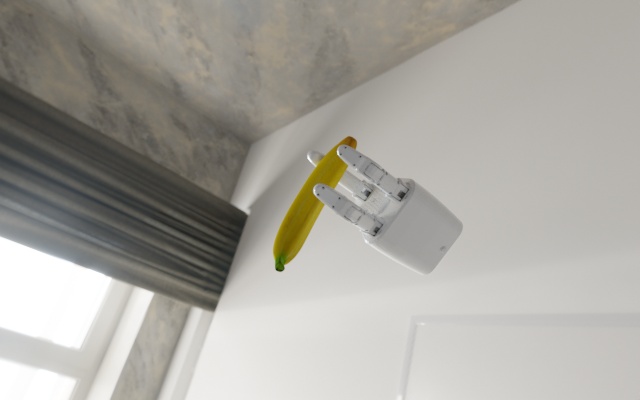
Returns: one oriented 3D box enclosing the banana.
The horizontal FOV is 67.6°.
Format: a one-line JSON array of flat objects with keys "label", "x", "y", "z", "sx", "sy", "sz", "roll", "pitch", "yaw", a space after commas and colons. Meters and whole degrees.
[{"label": "banana", "x": -0.010, "y": 0.006, "z": 0.606, "sx": 0.037, "sy": 0.197, "sz": 0.069, "roll": 35, "pitch": -20, "yaw": -22}]
